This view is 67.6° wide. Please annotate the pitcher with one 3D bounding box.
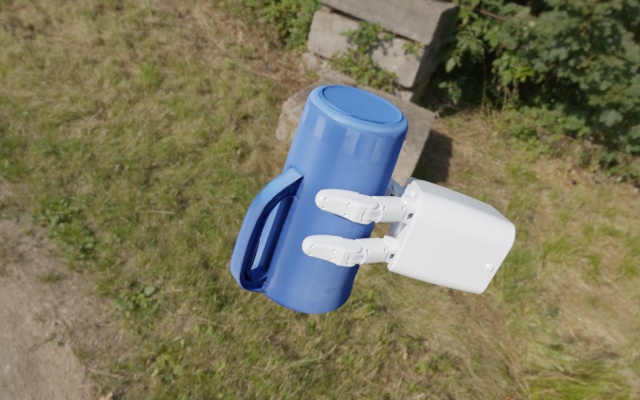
[{"bbox_3d":[0.000,0.002,0.538,0.145,0.243,0.149,18,30,0],"label":"pitcher"}]
